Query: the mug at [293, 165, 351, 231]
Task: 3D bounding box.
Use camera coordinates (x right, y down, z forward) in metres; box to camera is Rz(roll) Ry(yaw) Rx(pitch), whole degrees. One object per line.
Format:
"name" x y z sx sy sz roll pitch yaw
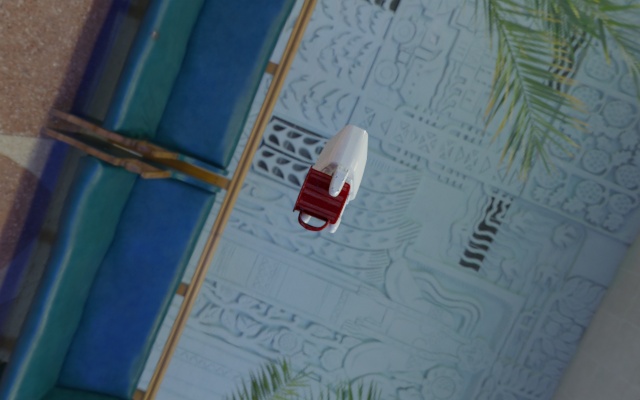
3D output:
"mug" 0.000 0.004 0.865 0.081 0.117 0.093 22 -29 -1
